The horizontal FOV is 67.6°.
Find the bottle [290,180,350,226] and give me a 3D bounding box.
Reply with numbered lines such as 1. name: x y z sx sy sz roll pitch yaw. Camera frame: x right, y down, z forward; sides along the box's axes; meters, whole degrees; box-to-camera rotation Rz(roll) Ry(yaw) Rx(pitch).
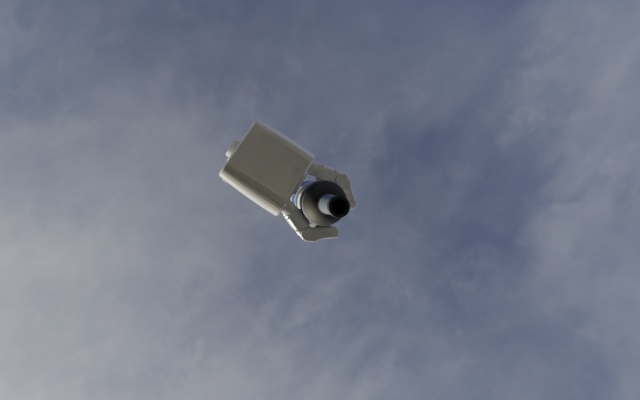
1. bottle: 0.000 0.002 0.730 0.069 0.069 0.295 0 2 -9
